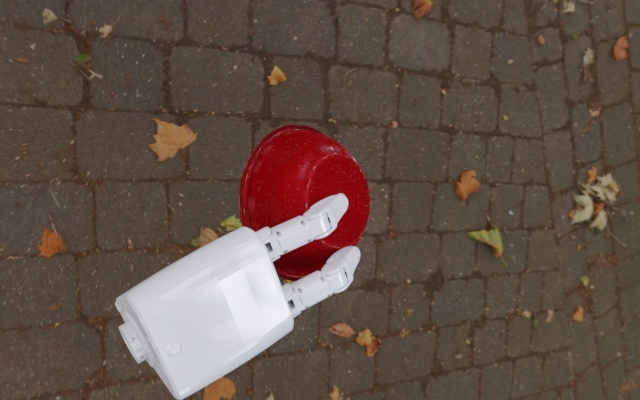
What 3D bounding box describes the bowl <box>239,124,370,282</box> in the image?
[{"bbox_3d":[0.001,0.001,0.476,0.055,0.162,0.162,-3,-2,44],"label":"bowl"}]
